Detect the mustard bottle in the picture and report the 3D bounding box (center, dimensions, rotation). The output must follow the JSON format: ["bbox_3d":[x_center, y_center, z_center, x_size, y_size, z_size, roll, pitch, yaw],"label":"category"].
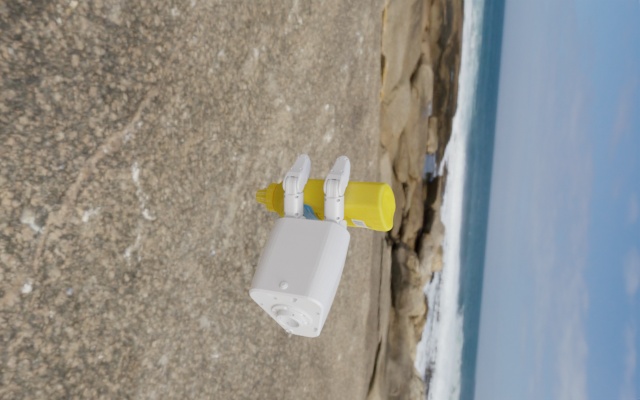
[{"bbox_3d":[0.000,0.002,0.651,0.191,0.058,0.096,5,-16,20],"label":"mustard bottle"}]
